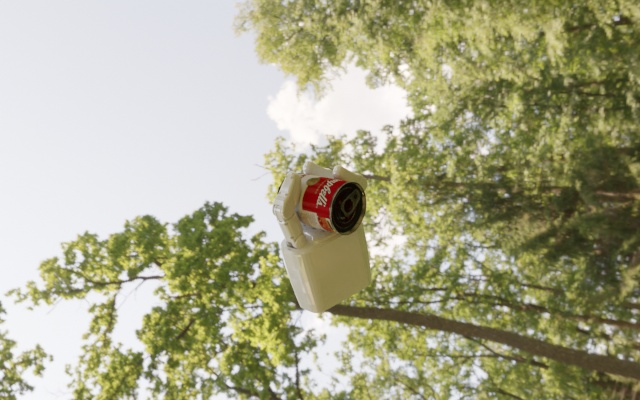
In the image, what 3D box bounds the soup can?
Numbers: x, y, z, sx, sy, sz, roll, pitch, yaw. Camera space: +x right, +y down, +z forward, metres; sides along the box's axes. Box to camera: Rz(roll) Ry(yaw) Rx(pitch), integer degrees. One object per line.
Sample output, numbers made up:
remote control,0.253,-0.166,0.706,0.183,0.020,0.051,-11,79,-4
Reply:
soup can,0.000,0.002,0.627,0.102,0.068,0.068,13,9,43
